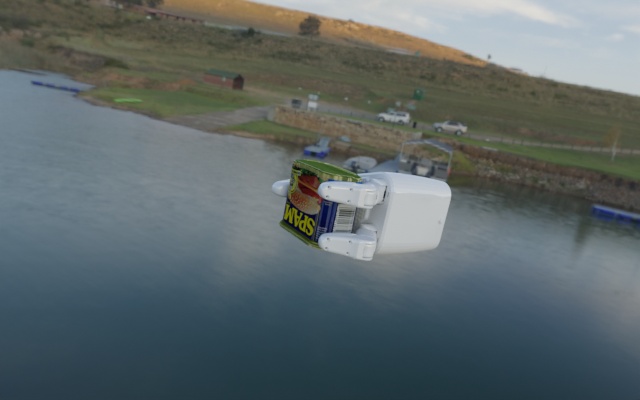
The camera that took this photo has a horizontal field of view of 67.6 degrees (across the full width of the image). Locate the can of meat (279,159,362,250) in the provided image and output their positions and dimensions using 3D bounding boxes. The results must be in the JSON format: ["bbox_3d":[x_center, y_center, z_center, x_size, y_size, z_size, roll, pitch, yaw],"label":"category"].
[{"bbox_3d":[0.000,0.001,0.554,0.057,0.084,0.102,4,14,-33],"label":"can of meat"}]
